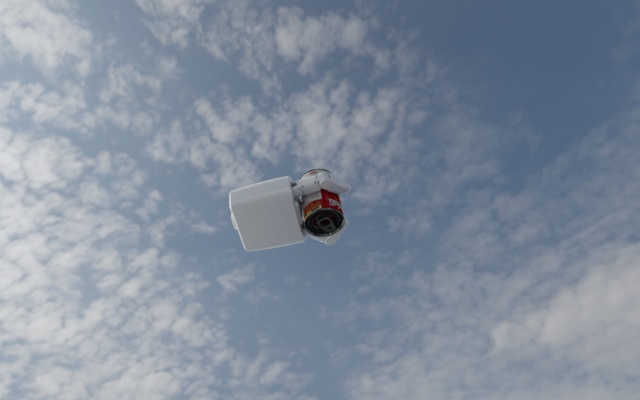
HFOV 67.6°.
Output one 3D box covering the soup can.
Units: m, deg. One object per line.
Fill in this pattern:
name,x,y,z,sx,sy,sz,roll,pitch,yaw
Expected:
soup can,0.001,0.002,0.821,0.068,0.069,0.102,-5,45,-5
